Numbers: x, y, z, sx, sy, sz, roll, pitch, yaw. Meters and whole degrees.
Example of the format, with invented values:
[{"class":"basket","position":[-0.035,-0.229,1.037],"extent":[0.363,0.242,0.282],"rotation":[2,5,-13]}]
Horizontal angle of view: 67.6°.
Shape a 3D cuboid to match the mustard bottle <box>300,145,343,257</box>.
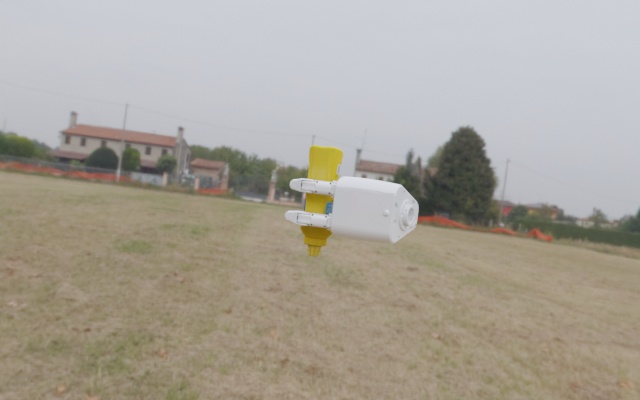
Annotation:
[{"class":"mustard bottle","position":[0.000,0.002,0.840],"extent":[0.058,0.191,0.096],"rotation":[7,1,8]}]
